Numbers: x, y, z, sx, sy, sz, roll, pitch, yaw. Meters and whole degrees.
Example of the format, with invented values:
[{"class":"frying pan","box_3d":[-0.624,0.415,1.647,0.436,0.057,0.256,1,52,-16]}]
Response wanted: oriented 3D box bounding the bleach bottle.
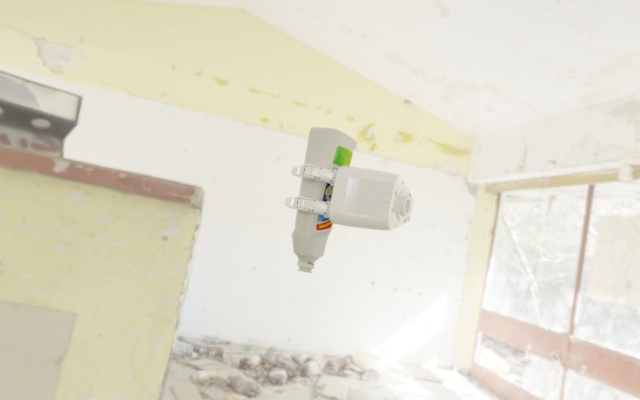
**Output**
[{"class":"bleach bottle","box_3d":[0.000,0.003,0.850,0.068,0.251,0.102,9,-5,29]}]
